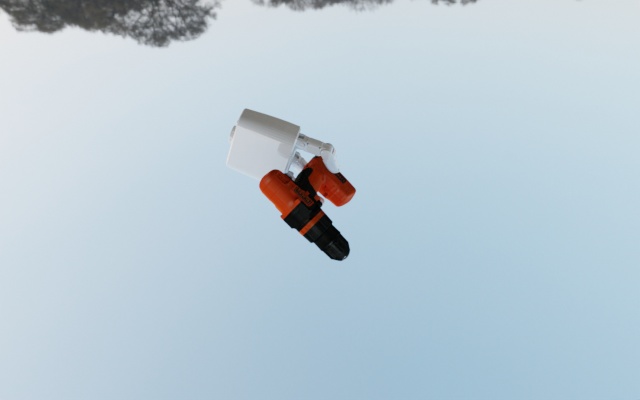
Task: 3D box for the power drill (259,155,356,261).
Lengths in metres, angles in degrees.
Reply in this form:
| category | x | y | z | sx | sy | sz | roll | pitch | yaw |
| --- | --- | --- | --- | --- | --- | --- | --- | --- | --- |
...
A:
| category | x | y | z | sx | sy | sz | roll | pitch | yaw |
| --- | --- | --- | --- | --- | --- | --- | --- | --- | --- |
| power drill | 0.000 | 0.002 | 0.818 | 0.057 | 0.184 | 0.187 | -43 | 1 | 27 |
